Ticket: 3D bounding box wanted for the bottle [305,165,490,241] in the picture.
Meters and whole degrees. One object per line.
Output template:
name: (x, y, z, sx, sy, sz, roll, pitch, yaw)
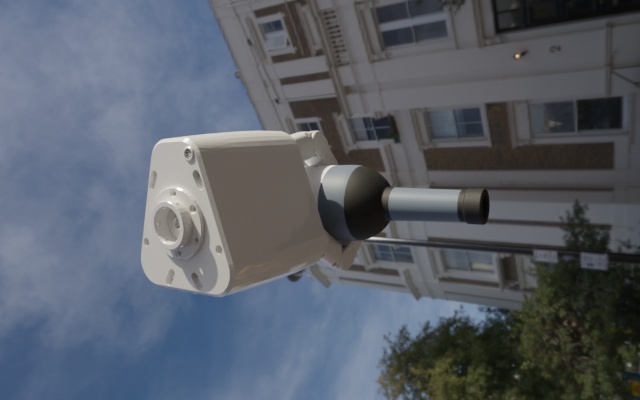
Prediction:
bottle: (0.000, 0.001, 0.437, 0.295, 0.069, 0.069, 2, 1, 33)
